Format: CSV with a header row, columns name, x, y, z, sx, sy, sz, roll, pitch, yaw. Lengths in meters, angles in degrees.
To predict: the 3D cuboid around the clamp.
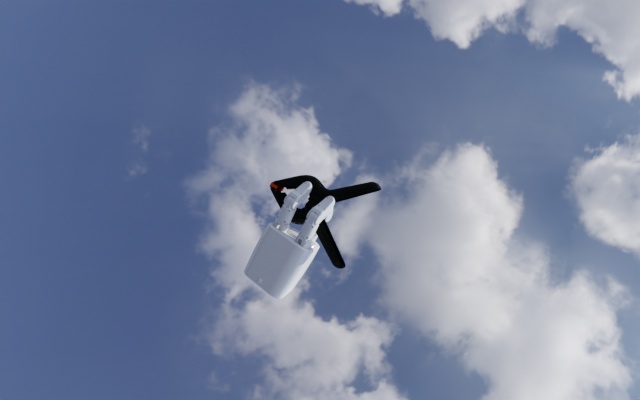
name,x,y,z,sx,sy,sz,roll,pitch,yaw
clamp,0.000,0.003,0.878,0.210,0.164,0.036,33,4,25
